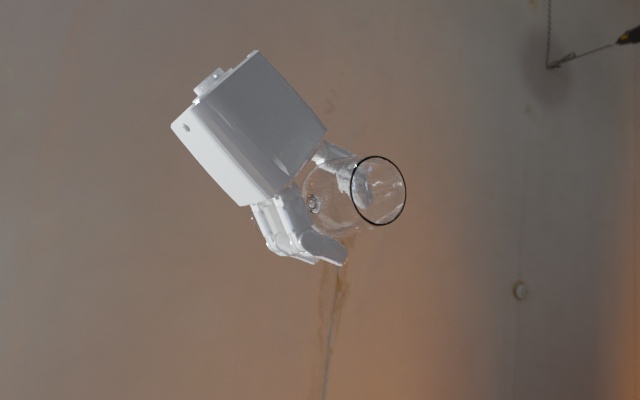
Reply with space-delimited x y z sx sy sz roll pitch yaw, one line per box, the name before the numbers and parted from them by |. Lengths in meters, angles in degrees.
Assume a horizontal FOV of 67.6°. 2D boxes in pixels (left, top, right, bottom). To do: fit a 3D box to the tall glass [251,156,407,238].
tall glass | 0.000 0.002 0.498 0.079 0.079 0.201 0 -6 -31
